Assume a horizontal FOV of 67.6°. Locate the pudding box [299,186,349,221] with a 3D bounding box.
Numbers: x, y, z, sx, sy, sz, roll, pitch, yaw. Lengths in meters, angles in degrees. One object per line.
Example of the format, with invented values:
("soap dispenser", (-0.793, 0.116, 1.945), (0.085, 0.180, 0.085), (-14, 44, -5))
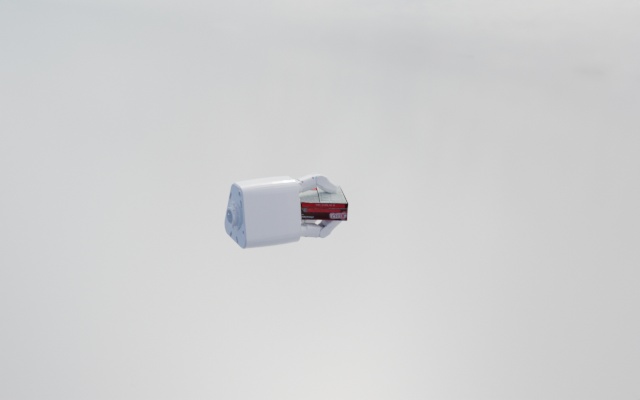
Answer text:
("pudding box", (0.000, 0.003, 0.888), (0.090, 0.039, 0.113), (3, 20, -6))
